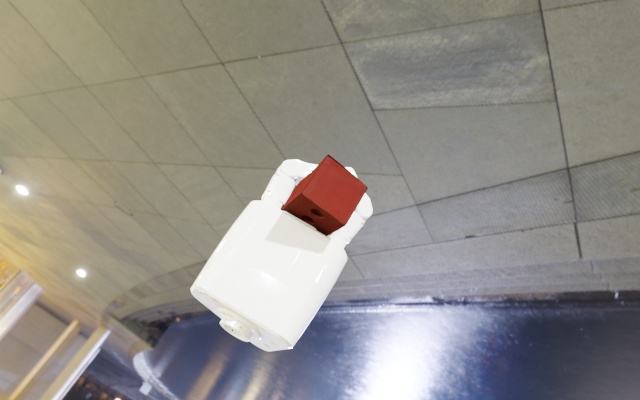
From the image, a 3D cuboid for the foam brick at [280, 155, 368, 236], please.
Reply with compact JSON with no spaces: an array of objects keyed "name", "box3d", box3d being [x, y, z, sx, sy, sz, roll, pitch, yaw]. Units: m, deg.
[{"name":"foam brick","box3d":[0.000,0.001,0.477,0.053,0.051,0.078,38,-29,-7]}]
